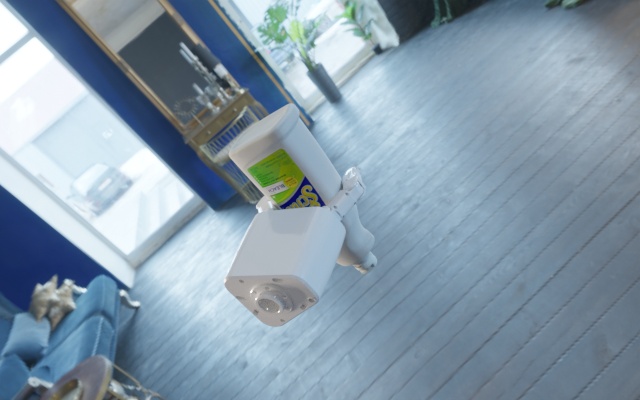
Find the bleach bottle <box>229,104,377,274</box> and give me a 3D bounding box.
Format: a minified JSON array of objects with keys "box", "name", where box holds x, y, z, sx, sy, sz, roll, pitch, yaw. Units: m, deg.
[{"box":[0.000,0.002,0.620,0.102,0.251,0.068,-23,29,34],"name":"bleach bottle"}]
